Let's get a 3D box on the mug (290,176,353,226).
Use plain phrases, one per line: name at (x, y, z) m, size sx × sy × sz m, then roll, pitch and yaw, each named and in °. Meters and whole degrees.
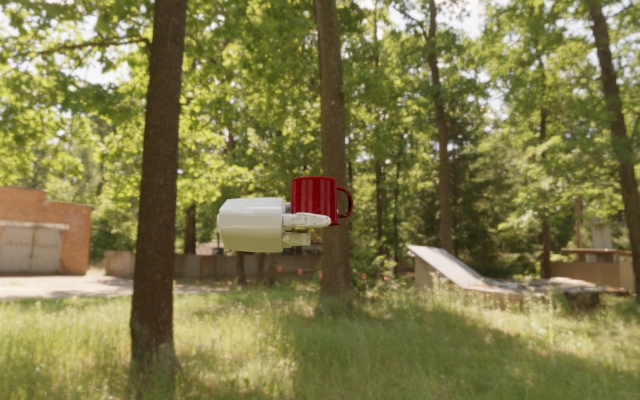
mug at (0.002, 0.003, 0.842) m, size 0.117 × 0.081 × 0.093 m, roll 0°, pitch -6°, yaw -5°
